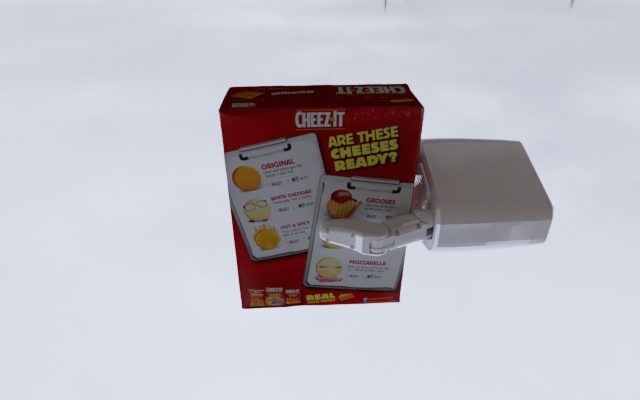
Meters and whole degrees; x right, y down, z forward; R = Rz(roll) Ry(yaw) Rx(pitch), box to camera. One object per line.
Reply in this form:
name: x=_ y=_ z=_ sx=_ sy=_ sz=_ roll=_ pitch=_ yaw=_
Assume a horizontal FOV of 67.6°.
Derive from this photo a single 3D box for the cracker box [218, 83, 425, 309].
cracker box: x=0.000 y=0.002 z=0.454 sx=0.164 sy=0.214 sz=0.072 roll=-2 pitch=32 yaw=-3
